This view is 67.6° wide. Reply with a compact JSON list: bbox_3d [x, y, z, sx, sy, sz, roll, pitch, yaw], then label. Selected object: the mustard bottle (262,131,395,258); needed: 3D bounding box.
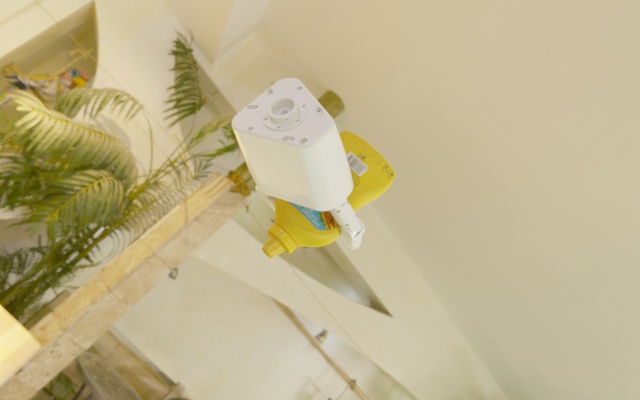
[{"bbox_3d":[0.000,0.002,0.610,0.191,0.096,0.058,-43,-10,-18],"label":"mustard bottle"}]
